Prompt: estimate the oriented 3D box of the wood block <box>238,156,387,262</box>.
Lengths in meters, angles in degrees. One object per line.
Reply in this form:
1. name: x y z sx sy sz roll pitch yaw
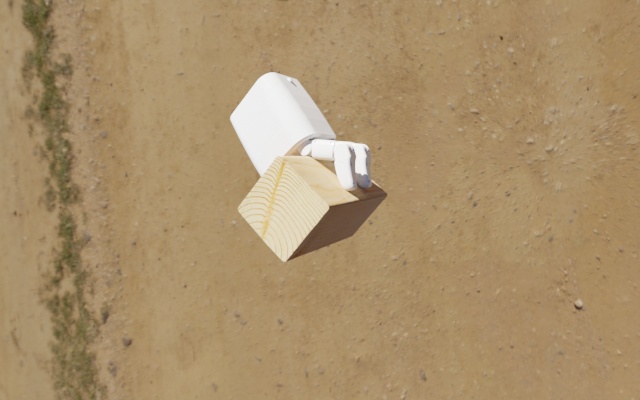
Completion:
1. wood block: 0.000 0.002 0.633 0.090 0.091 0.206 46 22 16
